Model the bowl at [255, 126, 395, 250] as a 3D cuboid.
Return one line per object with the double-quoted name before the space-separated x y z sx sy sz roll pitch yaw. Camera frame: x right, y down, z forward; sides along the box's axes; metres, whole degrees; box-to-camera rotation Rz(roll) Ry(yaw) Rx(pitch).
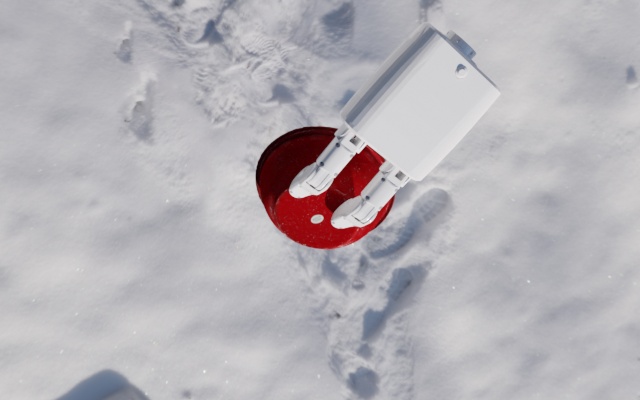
"bowl" -0.001 0.003 0.526 0.162 0.162 0.055 0 38 12
